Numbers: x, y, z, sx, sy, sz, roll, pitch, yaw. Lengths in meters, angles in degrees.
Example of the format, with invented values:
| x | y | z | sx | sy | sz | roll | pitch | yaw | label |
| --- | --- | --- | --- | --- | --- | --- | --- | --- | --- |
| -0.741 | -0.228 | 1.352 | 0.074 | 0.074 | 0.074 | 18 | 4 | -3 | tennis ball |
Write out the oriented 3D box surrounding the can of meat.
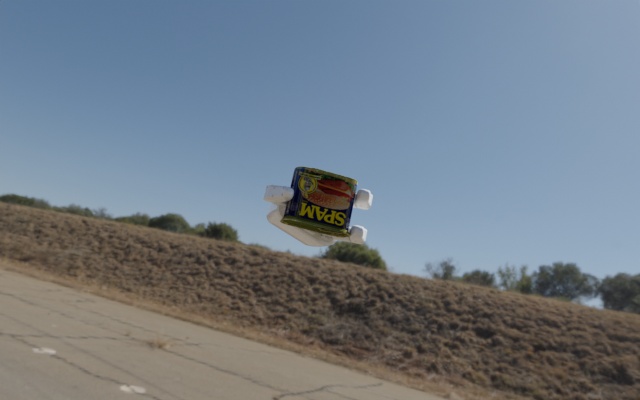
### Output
| x | y | z | sx | sy | sz | roll | pitch | yaw | label |
| --- | --- | --- | --- | --- | --- | --- | --- | --- | --- |
| 0.000 | 0.002 | 0.709 | 0.102 | 0.084 | 0.057 | 15 | -12 | -13 | can of meat |
